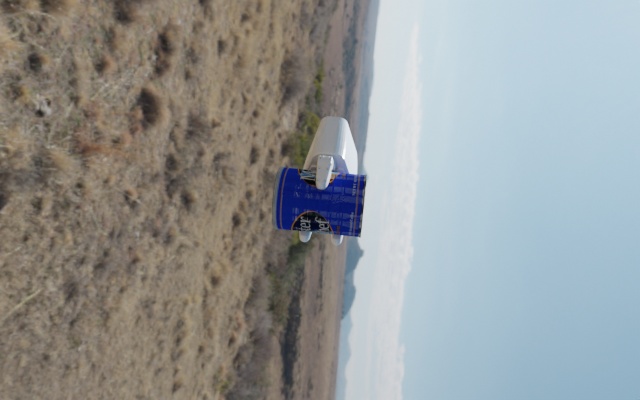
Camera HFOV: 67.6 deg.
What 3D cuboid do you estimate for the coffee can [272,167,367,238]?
[{"bbox_3d":[0.000,0.003,0.772,0.140,0.103,0.103,6,0,5],"label":"coffee can"}]
